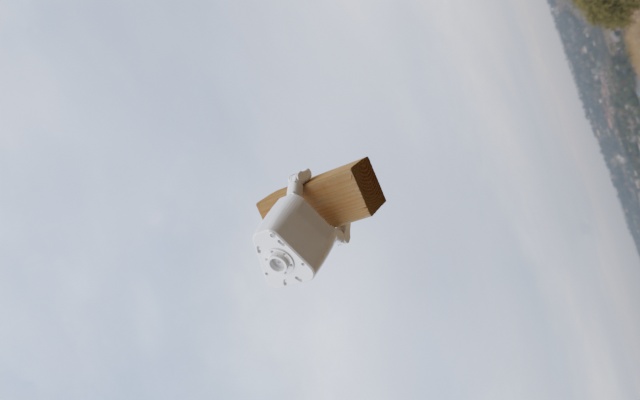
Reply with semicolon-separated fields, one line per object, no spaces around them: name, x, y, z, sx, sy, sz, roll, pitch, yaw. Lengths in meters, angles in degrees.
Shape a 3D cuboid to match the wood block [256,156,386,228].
wood block;0.000;0.003;0.865;0.206;0.091;0.090;-19;9;30
